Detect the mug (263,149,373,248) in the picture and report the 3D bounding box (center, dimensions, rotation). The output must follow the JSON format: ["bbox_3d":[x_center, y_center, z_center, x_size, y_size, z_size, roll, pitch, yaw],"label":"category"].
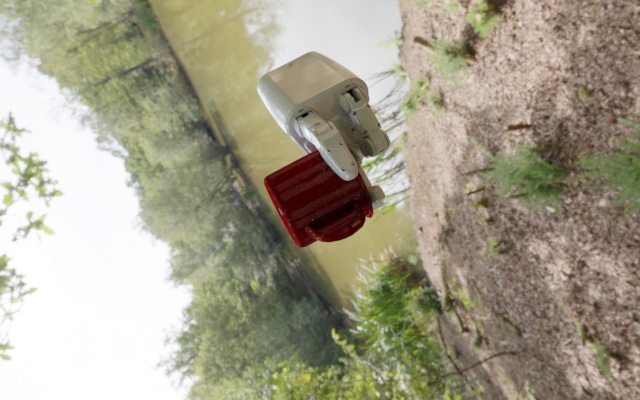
[{"bbox_3d":[0.000,0.002,0.474,0.081,0.093,0.117,-28,42,-8],"label":"mug"}]
